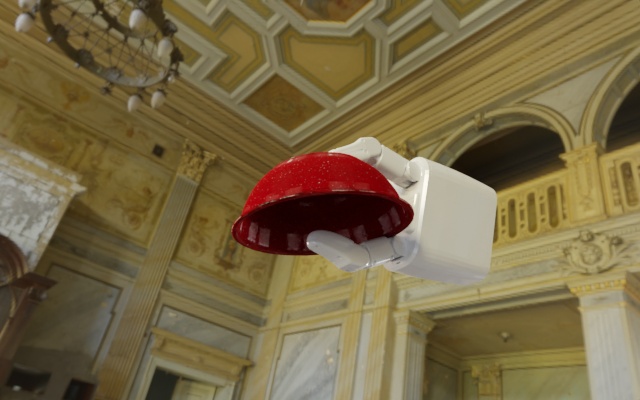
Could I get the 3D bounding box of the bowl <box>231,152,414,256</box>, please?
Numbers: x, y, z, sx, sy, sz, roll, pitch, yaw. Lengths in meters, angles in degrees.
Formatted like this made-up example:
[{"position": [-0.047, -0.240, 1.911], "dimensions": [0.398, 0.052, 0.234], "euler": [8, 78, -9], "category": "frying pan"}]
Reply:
[{"position": [-0.001, 0.001, 0.433], "dimensions": [0.162, 0.055, 0.162], "euler": [-5, -22, -2], "category": "bowl"}]
